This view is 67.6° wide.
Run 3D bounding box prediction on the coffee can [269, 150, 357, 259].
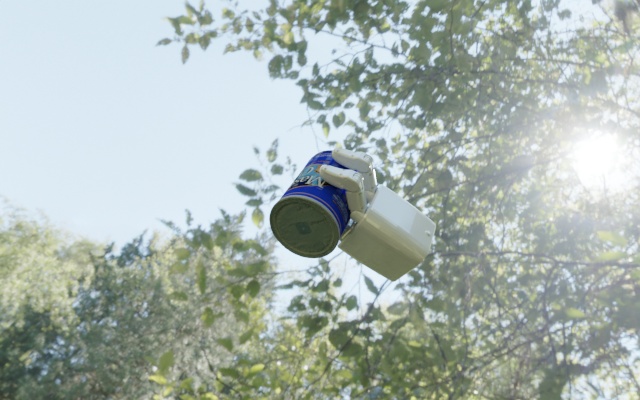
[{"bbox_3d":[0.000,0.002,0.703,0.103,0.103,0.140,0,32,24],"label":"coffee can"}]
